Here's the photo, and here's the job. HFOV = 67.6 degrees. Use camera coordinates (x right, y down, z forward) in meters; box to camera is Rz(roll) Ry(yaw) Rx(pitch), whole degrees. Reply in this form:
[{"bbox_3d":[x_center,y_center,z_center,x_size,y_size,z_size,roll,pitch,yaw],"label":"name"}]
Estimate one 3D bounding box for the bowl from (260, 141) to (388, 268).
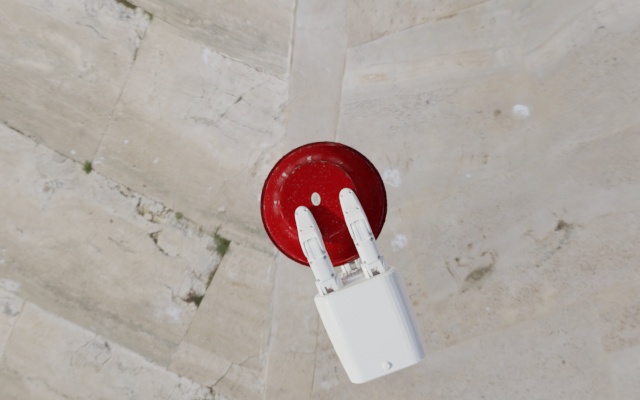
[{"bbox_3d":[-0.001,0.001,0.576,0.162,0.162,0.055,0,-6,7],"label":"bowl"}]
